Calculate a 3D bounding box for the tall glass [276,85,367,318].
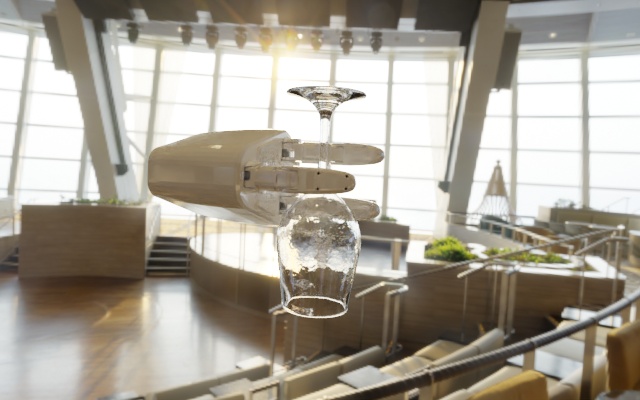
[{"bbox_3d":[0.000,0.001,0.441,0.079,0.201,0.079,3,3,0],"label":"tall glass"}]
